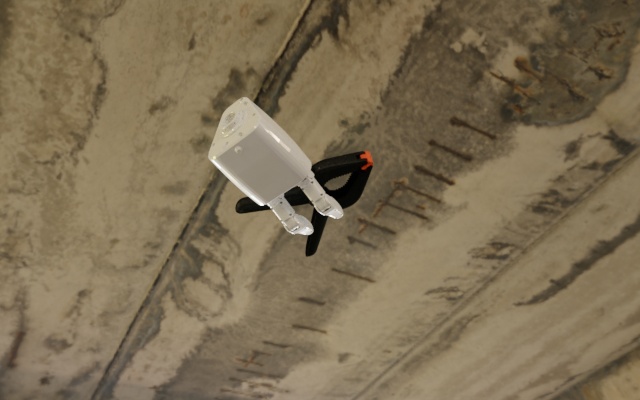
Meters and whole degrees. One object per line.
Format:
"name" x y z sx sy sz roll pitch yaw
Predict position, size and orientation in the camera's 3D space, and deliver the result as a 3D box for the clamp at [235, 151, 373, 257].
"clamp" 0.000 0.001 0.728 0.210 0.036 0.165 -32 -51 18
